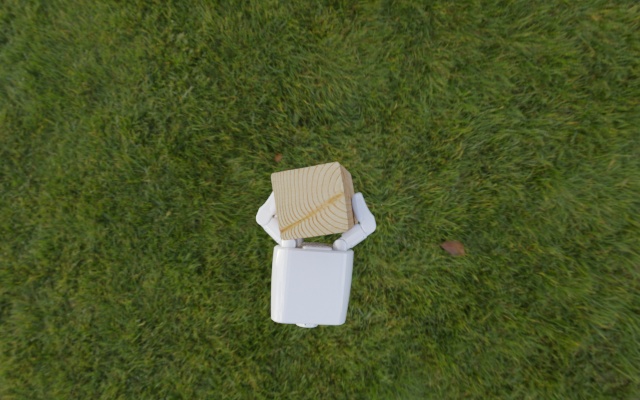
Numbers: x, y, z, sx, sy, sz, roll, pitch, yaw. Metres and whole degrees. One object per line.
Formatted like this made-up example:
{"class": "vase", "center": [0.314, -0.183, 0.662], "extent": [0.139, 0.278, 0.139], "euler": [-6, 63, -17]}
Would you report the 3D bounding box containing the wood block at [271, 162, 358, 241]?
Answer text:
{"class": "wood block", "center": [0.000, 0.003, 0.700], "extent": [0.091, 0.090, 0.206], "euler": [-9, -1, 7]}
